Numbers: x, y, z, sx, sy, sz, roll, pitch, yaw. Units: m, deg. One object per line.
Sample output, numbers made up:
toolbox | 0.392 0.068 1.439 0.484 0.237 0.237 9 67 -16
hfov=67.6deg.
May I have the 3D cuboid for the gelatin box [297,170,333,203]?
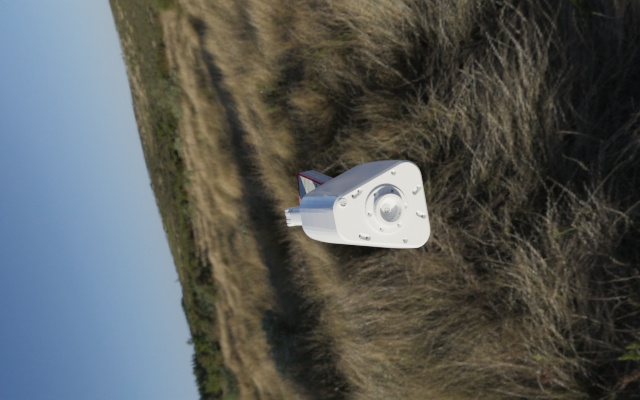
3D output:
gelatin box | 0.000 0.002 0.650 0.030 0.073 0.089 -13 17 -23
